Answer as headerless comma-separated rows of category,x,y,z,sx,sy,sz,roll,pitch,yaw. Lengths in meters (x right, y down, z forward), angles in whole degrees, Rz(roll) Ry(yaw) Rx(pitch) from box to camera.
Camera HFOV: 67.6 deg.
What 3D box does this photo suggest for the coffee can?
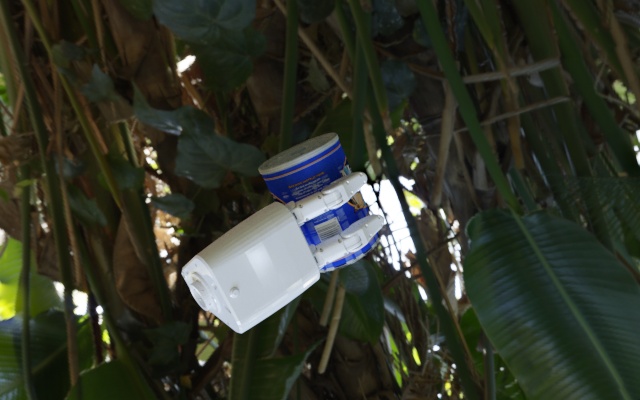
coffee can,0.000,0.002,0.585,0.103,0.140,0.102,-23,14,6
